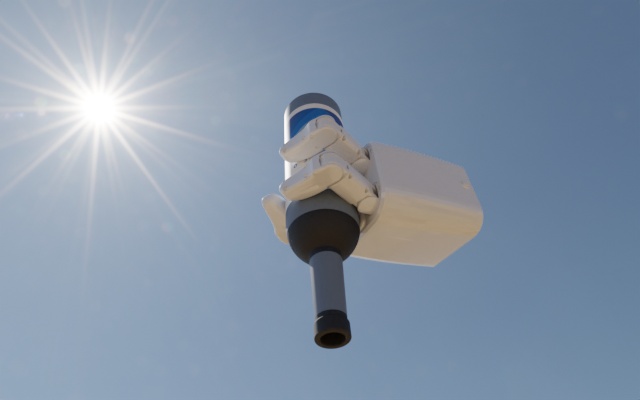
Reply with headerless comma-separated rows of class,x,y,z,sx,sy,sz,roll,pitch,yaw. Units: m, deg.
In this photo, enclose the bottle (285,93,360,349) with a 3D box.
bottle,0.000,0.001,0.453,0.069,0.069,0.295,0,43,-5
